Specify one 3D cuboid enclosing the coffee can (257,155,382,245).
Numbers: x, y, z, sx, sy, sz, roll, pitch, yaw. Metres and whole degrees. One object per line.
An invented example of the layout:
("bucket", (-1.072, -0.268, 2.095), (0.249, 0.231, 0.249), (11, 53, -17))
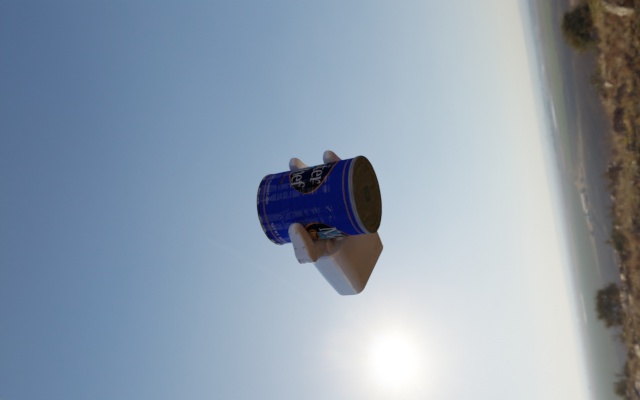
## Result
("coffee can", (0.000, 0.002, 0.646), (0.140, 0.103, 0.103), (-9, -4, 25))
